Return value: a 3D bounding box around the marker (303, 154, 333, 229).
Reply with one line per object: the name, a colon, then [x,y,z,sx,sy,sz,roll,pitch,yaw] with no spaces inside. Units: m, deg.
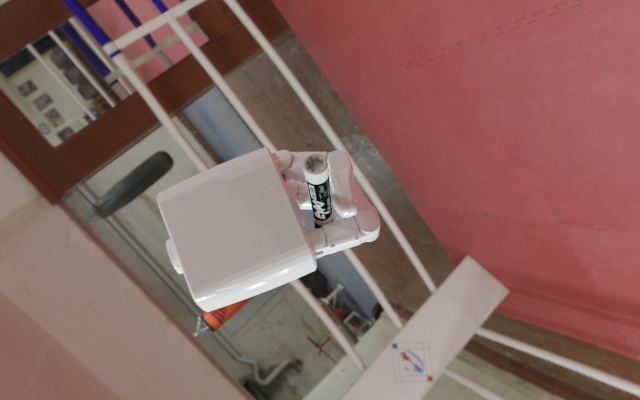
marker: [0.000,0.001,0.402,0.020,0.020,0.121,0,-28,4]
